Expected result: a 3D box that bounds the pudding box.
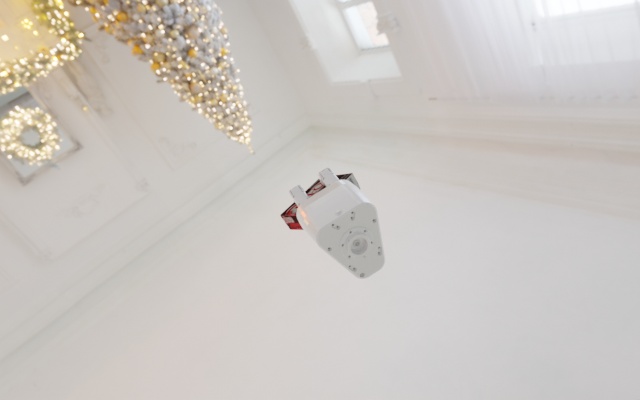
[{"bbox_3d":[0.000,0.003,0.796,0.113,0.039,0.090,-43,23,-30],"label":"pudding box"}]
